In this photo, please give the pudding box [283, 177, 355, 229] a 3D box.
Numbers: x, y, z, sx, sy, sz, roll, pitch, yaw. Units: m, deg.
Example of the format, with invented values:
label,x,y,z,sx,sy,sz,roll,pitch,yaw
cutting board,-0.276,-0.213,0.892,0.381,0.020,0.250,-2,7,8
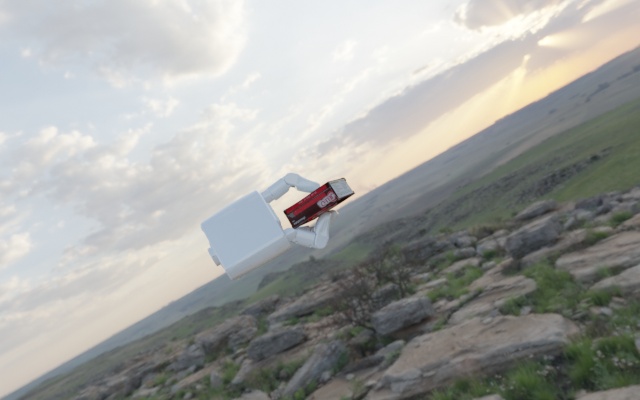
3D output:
label,x,y,z,sx,sy,sz,roll,pitch,yaw
pudding box,0.000,0.002,0.776,0.090,0.039,0.113,-32,-2,17
